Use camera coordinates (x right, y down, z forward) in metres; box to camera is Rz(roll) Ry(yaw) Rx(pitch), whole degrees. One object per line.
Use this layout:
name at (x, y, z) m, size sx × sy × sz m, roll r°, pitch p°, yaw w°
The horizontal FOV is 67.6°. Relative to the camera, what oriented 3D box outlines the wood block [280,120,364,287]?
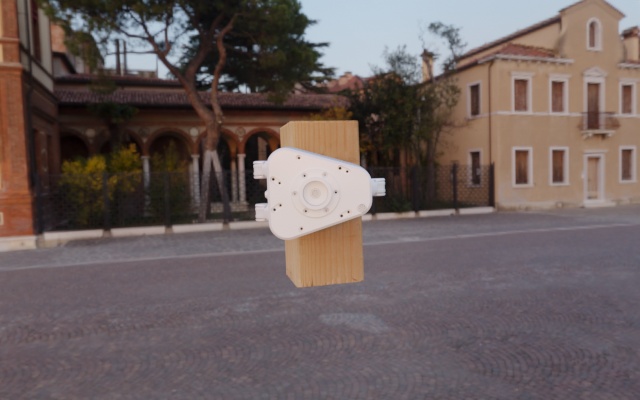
wood block at (0.000, 0.002, 0.638) m, size 0.091 × 0.206 × 0.090 m, roll -3°, pitch 3°, yaw -13°
